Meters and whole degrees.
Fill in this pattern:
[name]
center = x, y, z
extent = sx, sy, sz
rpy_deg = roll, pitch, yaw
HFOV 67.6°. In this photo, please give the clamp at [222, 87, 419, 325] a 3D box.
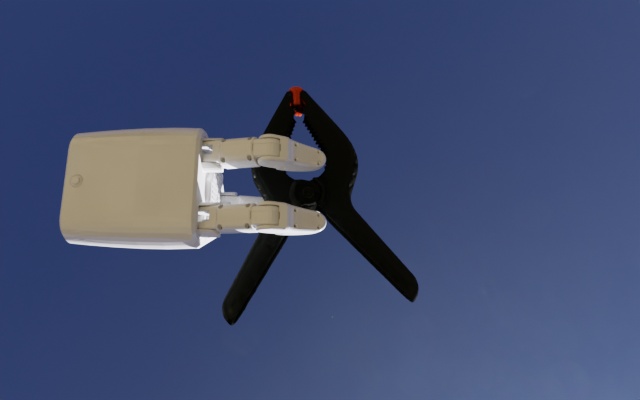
[clamp]
center = 0.000, 0.001, 0.422
extent = 0.164, 0.210, 0.036
rpy_deg = 0, -14, -2
